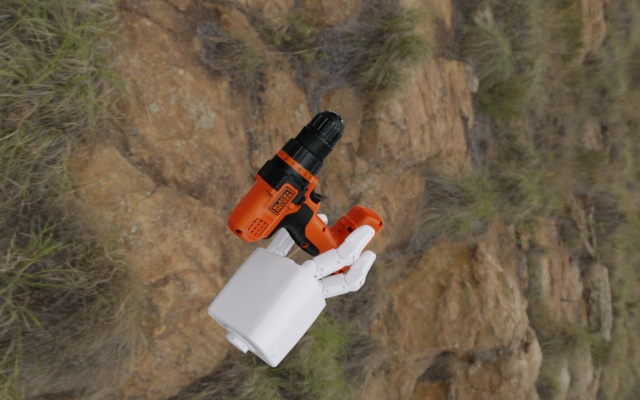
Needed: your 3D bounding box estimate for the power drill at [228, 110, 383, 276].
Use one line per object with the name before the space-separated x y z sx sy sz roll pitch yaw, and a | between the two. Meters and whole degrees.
power drill | 0.000 0.002 0.605 0.188 0.184 0.057 40 3 -40
